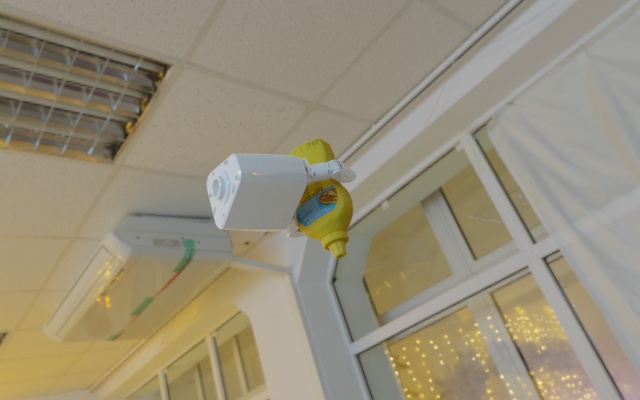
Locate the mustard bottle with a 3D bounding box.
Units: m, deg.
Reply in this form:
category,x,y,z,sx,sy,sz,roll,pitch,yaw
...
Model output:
category,x,y,z,sx,sy,sz,roll,pitch,yaw
mustard bottle,0.000,0.002,0.752,0.096,0.191,0.058,-33,-29,23
